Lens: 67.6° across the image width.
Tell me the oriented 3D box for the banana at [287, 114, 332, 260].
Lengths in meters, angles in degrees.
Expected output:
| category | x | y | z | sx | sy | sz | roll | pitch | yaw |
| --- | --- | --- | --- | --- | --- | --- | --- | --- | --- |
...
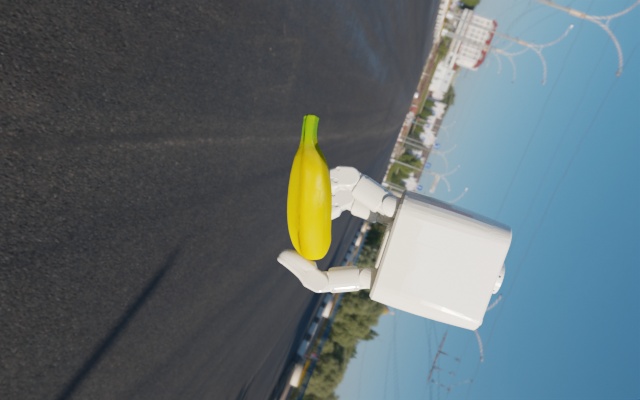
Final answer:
| category | x | y | z | sx | sy | sz | roll | pitch | yaw |
| --- | --- | --- | --- | --- | --- | --- | --- | --- | --- |
| banana | -0.005 | 0.014 | 0.438 | 0.037 | 0.069 | 0.198 | 15 | -33 | 9 |
